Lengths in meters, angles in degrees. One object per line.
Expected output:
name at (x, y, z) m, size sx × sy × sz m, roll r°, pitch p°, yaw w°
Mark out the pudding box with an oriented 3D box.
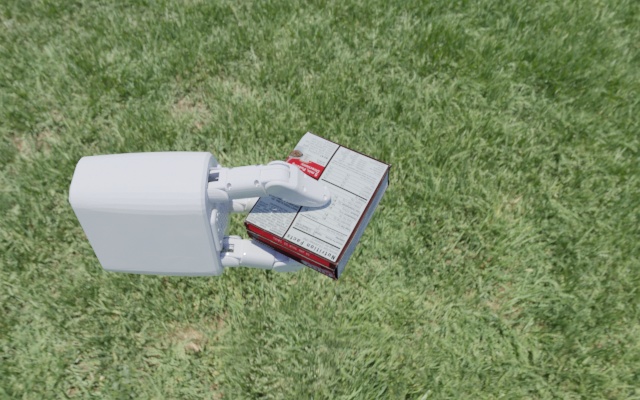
pudding box at (0.000, 0.001, 0.423) m, size 0.090 × 0.113 × 0.039 m, roll 25°, pitch -25°, yaw 14°
